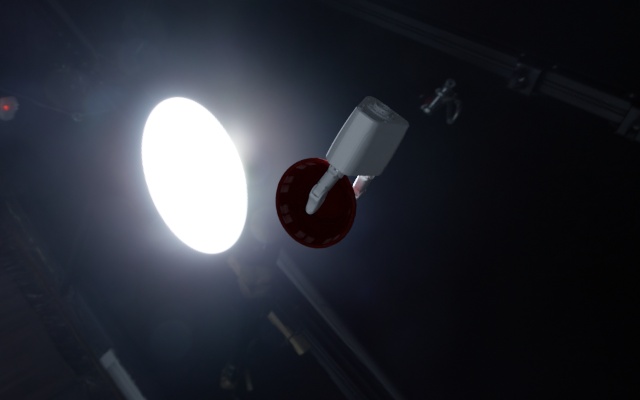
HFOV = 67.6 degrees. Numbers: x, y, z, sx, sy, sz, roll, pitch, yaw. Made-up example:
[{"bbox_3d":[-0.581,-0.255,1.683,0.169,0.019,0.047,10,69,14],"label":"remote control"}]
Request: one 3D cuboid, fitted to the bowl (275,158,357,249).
[{"bbox_3d":[-0.001,0.004,0.865,0.162,0.162,0.055,0,6,27],"label":"bowl"}]
